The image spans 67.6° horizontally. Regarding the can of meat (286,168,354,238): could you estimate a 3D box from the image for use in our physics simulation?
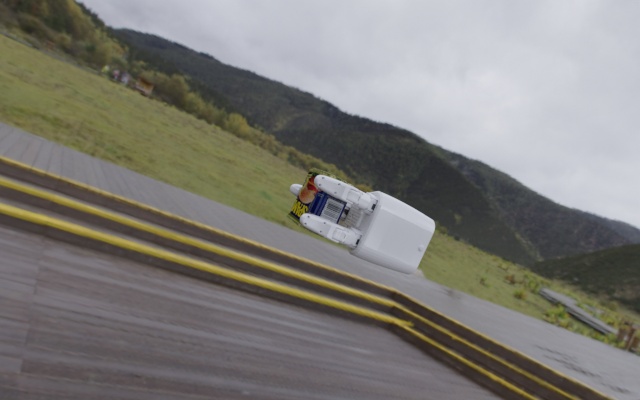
[{"bbox_3d":[0.000,0.002,0.697,0.057,0.084,0.102,24,1,-19],"label":"can of meat"}]
